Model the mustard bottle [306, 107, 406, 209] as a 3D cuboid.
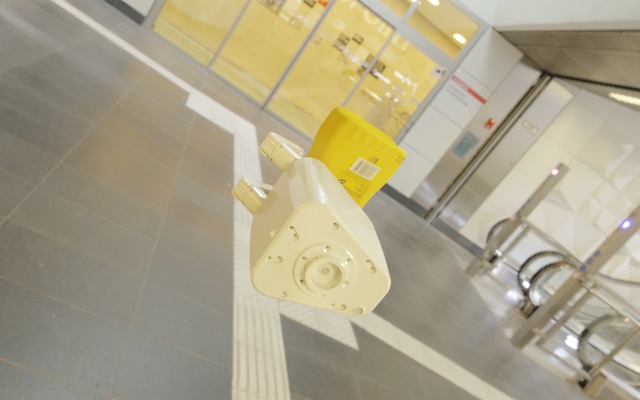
[{"bbox_3d":[0.000,0.001,0.510,0.096,0.192,0.058,24,20,-40],"label":"mustard bottle"}]
